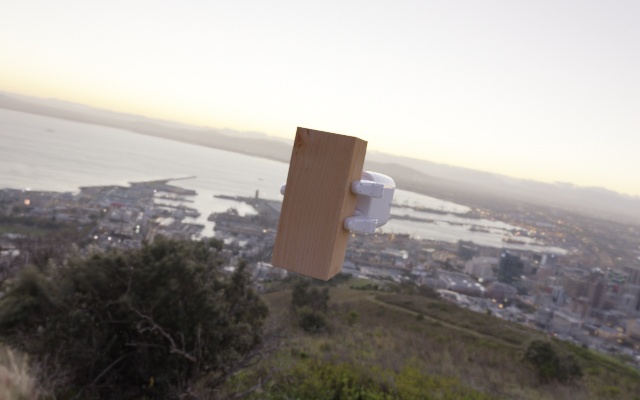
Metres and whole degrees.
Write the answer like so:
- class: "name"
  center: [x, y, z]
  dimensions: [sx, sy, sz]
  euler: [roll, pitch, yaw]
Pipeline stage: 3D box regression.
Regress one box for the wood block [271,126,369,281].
- class: "wood block"
  center: [0.000, 0.002, 0.712]
  dimensions: [0.091, 0.206, 0.090]
  euler: [13, 6, 17]
